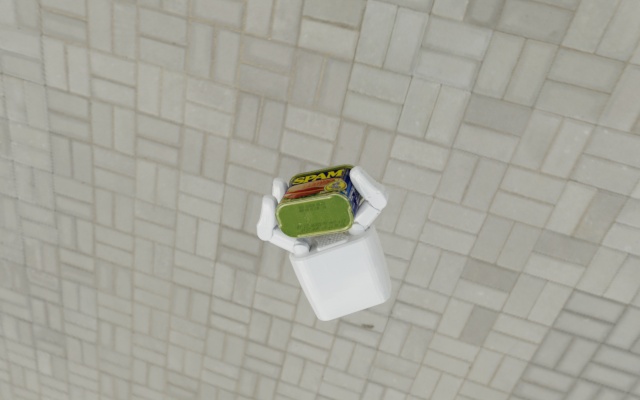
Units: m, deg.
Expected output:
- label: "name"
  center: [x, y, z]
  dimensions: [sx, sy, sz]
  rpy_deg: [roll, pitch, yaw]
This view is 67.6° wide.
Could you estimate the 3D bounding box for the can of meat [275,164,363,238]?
- label: "can of meat"
  center: [0.000, 0.002, 0.605]
  dimensions: [0.102, 0.057, 0.084]
  rpy_deg: [-10, 24, 18]
